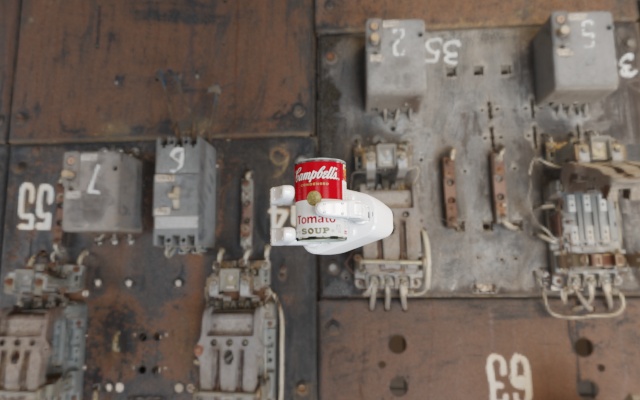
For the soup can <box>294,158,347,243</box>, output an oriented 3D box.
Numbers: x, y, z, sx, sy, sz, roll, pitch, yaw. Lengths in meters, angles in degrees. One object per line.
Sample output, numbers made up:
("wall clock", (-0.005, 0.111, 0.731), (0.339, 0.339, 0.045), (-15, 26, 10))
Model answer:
("soup can", (0.000, 0.002, 0.618), (0.068, 0.102, 0.068), (-1, -8, 0))
